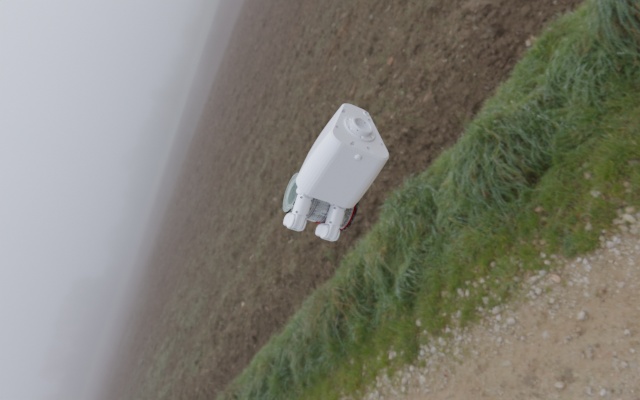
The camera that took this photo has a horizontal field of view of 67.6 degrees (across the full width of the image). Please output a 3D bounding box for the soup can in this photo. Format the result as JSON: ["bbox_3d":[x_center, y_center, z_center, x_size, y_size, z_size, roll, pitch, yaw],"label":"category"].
[{"bbox_3d":[0.000,0.003,0.752,0.102,0.068,0.068,18,-6,-20],"label":"soup can"}]
